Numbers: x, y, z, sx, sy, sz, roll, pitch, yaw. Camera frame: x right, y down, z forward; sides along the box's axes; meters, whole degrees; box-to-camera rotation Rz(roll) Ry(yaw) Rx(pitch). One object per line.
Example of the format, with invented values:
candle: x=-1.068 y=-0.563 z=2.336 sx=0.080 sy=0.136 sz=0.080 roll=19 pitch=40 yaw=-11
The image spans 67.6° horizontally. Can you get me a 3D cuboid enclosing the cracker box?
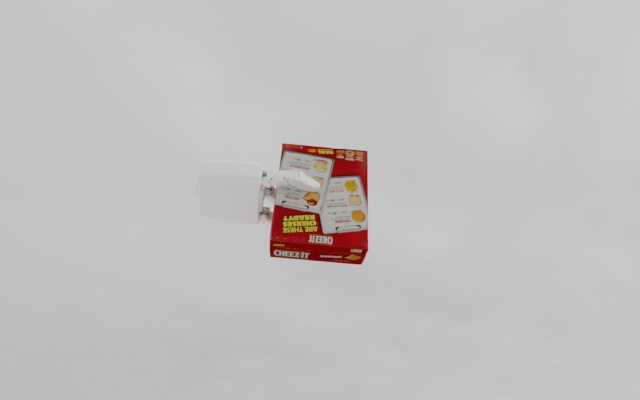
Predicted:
cracker box: x=0.000 y=0.003 z=0.858 sx=0.164 sy=0.213 sz=0.072 roll=5 pitch=-35 yaw=-2
